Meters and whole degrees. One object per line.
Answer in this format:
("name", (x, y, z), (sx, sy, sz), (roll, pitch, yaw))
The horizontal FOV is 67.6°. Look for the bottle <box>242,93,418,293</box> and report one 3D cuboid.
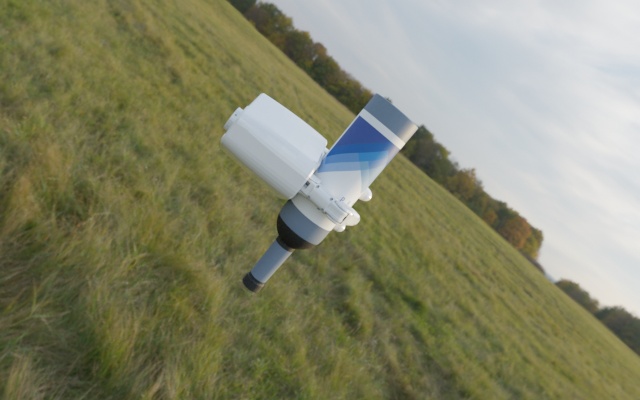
("bottle", (0.000, 0.002, 0.605), (0.069, 0.296, 0.069), (38, 11, -9))
